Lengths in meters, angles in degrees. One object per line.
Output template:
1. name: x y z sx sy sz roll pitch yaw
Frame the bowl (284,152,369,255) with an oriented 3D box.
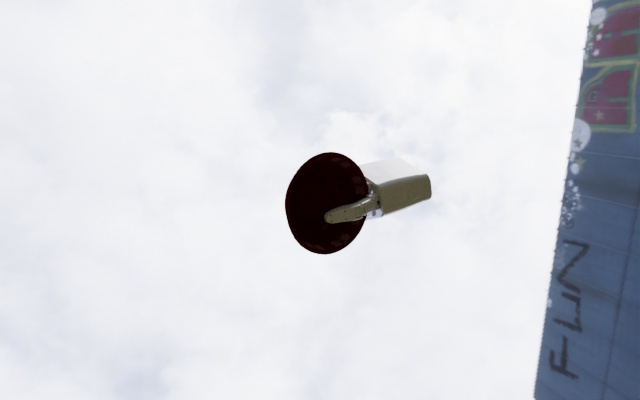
1. bowl: -0.001 0.002 0.761 0.162 0.162 0.055 0 6 -36
